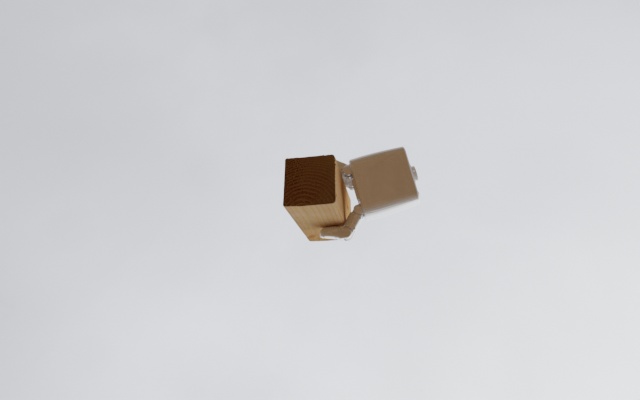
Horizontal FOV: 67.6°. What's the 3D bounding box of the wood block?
[{"bbox_3d":[0.001,0.003,0.886,0.090,0.090,0.206,-4,-22,10],"label":"wood block"}]
